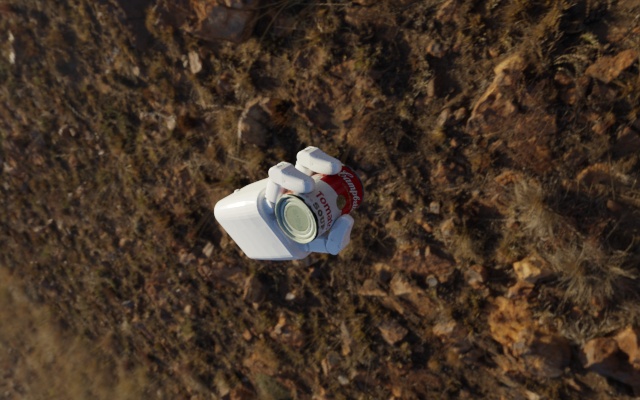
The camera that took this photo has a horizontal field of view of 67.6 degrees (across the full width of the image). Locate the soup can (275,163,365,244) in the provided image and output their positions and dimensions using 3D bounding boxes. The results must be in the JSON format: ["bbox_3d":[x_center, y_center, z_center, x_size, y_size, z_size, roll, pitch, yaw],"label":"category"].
[{"bbox_3d":[0.000,0.002,0.604,0.068,0.068,0.102,0,24,41],"label":"soup can"}]
